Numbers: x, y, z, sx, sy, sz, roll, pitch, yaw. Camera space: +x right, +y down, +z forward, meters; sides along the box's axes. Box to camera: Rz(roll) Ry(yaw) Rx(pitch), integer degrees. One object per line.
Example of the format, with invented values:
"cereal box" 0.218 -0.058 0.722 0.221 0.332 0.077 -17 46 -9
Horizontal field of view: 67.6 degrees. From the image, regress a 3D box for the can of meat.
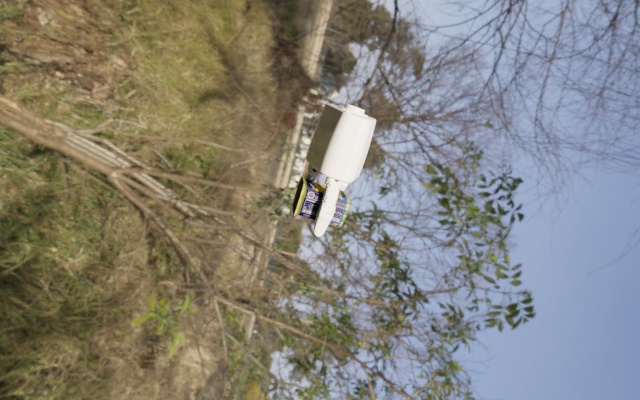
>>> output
"can of meat" 0.000 0.003 0.823 0.084 0.057 0.102 17 11 -8
